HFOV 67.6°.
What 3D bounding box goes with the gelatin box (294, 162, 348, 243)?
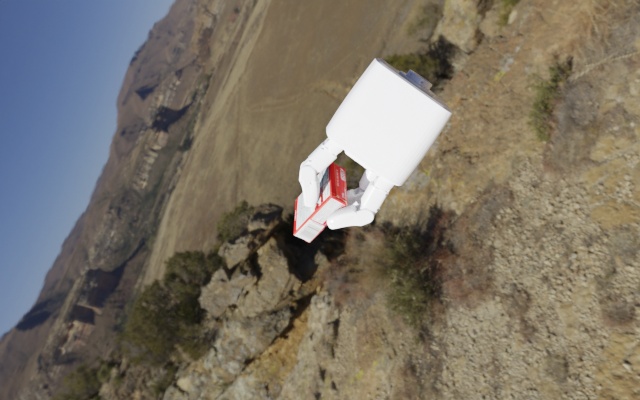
[{"bbox_3d":[0.000,0.002,0.646,0.030,0.073,0.089,28,-55,-23],"label":"gelatin box"}]
